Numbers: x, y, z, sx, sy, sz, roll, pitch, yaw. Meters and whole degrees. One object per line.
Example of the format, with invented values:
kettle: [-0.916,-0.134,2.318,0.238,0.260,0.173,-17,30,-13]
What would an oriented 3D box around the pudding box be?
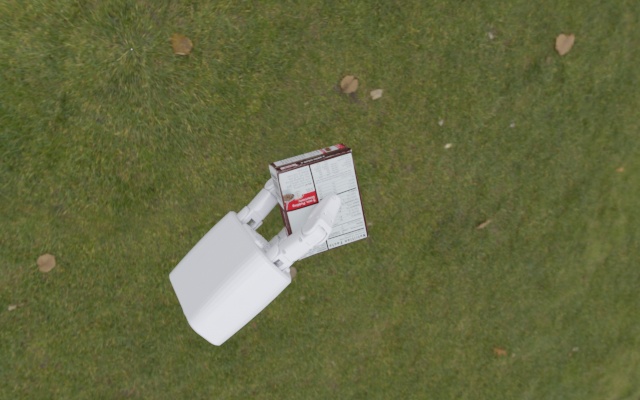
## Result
pudding box: [0.000,0.002,0.540,0.090,0.113,0.039,-17,24,-12]
